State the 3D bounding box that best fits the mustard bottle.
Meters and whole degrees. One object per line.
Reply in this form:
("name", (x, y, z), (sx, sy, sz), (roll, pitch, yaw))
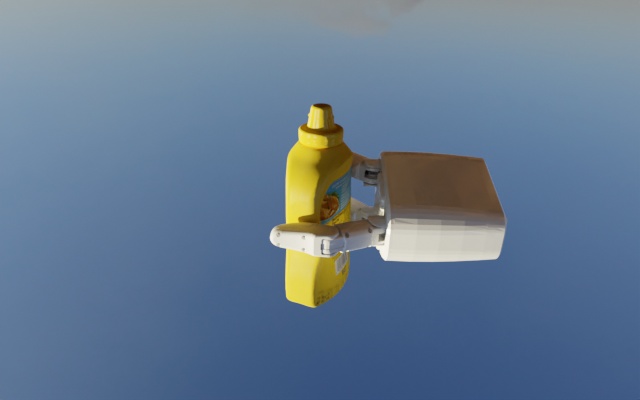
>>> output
("mustard bottle", (0.000, 0.002, 0.466), (0.058, 0.192, 0.096), (13, 29, 22))
